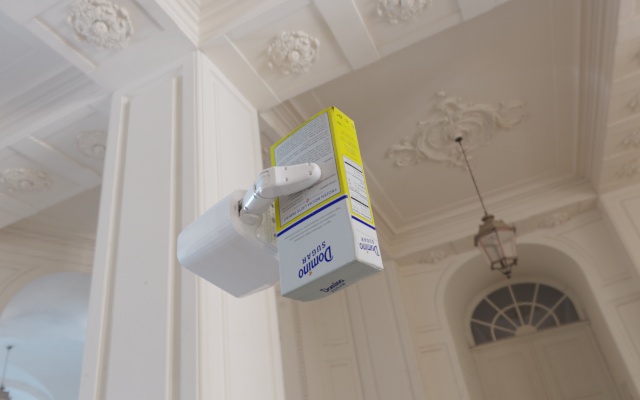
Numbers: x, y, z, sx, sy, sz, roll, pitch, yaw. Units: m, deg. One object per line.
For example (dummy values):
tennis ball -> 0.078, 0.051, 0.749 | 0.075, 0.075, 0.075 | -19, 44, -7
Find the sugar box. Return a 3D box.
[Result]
sugar box -> 0.000, 0.002, 0.470 | 0.093, 0.176, 0.048 | -30, -37, 32
